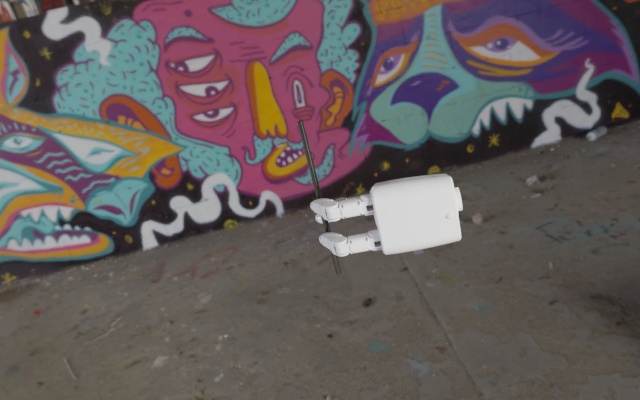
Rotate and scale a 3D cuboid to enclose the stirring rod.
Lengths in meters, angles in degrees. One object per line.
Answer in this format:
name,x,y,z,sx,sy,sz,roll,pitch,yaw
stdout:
stirring rod,0.000,0.002,0.687,0.011,0.240,0.011,-13,21,5
